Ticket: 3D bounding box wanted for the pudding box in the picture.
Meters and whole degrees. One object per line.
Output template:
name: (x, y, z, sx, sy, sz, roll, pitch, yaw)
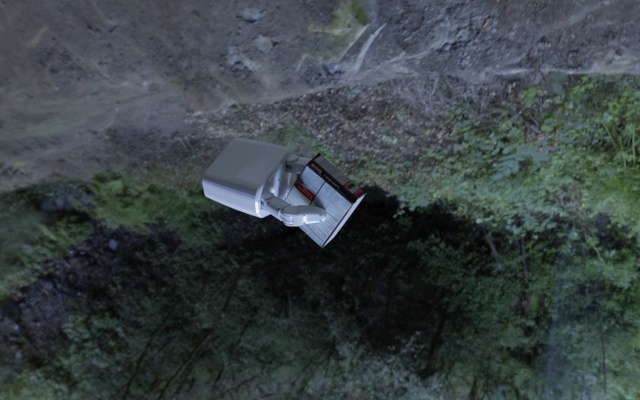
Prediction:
pudding box: (0.000, 0.002, 0.688, 0.039, 0.090, 0.114, -42, -10, -44)
